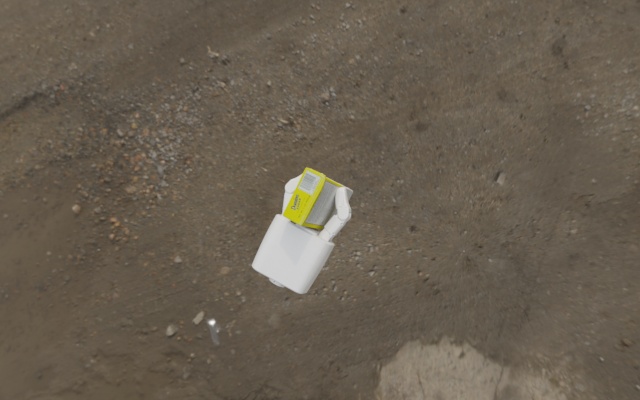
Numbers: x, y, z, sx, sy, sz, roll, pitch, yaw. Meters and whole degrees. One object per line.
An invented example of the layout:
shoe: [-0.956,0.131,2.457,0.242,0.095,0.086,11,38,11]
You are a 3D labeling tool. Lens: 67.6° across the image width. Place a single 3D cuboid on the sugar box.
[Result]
sugar box: [0.000,0.003,0.865,0.048,0.093,0.176,28,2,17]
